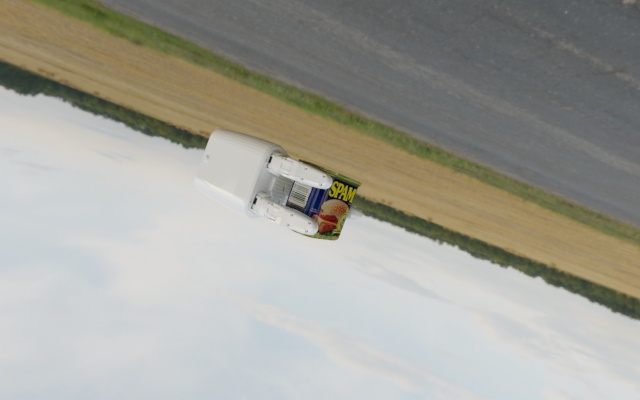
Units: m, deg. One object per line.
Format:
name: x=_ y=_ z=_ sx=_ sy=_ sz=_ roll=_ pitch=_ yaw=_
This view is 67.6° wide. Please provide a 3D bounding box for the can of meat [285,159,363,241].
can of meat: x=0.000 y=0.002 z=0.604 sx=0.057 sy=0.084 sz=0.102 roll=22 pitch=3 yaw=29
